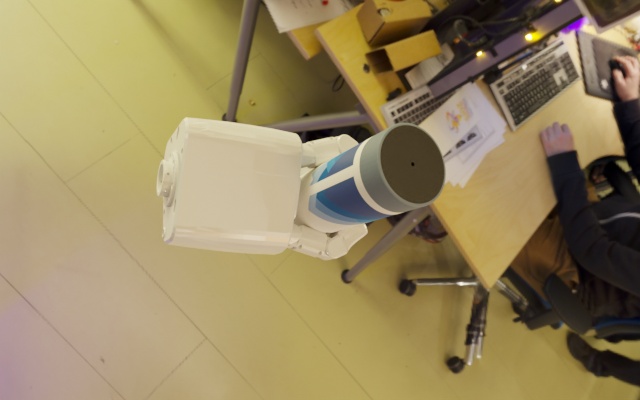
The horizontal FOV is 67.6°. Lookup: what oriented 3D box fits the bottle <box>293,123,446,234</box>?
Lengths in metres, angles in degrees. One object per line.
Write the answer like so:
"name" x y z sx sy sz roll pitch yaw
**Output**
"bottle" 0.000 0.002 0.488 0.069 0.069 0.296 0 -11 -29
